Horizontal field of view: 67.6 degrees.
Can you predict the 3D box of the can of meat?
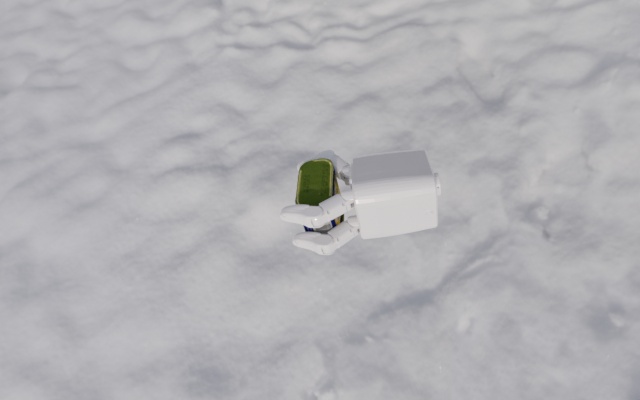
[{"bbox_3d":[0.000,0.002,0.689,0.057,0.102,0.084,-6,-43,10],"label":"can of meat"}]
